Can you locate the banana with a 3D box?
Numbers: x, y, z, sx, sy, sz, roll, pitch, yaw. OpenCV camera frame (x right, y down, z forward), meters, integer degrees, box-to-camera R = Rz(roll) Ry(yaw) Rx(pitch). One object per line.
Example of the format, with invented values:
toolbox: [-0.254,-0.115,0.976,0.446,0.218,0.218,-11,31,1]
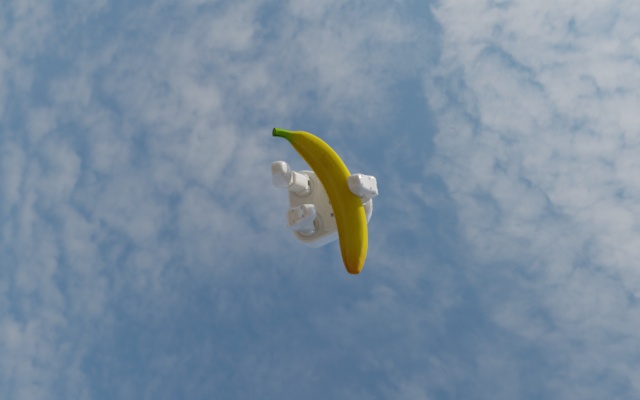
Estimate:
banana: [0.014,-0.009,0.578,0.069,0.198,0.037,-27,-9,-24]
